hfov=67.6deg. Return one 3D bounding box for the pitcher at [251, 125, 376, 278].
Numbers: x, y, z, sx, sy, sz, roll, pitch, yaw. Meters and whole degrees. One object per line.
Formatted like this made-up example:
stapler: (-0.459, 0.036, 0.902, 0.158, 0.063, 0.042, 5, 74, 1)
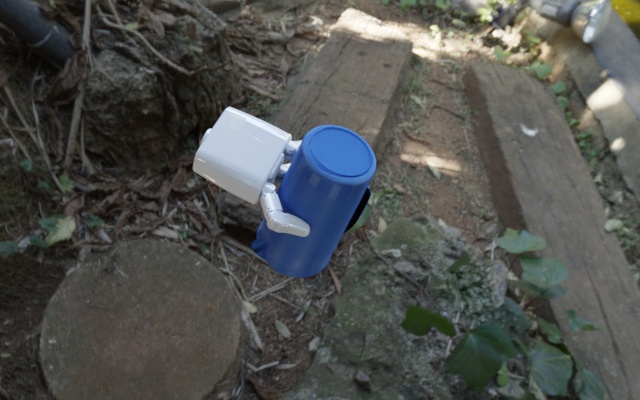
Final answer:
pitcher: (0.000, 0.002, 0.732, 0.145, 0.149, 0.243, 27, -42, -1)
